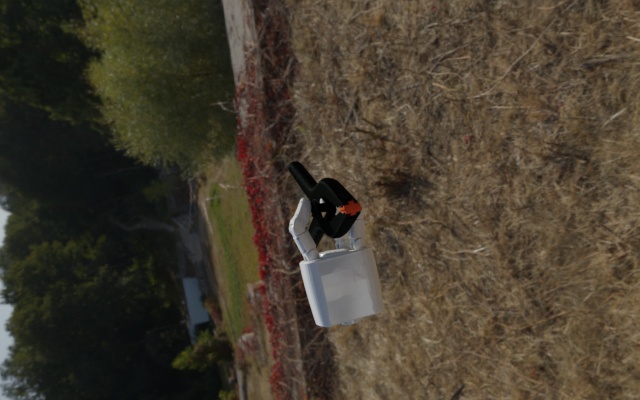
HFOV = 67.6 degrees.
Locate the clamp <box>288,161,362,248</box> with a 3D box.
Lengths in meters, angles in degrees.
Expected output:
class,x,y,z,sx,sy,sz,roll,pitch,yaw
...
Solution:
class,x,y,z,sx,sy,sz,roll,pitch,yaw
clamp,0.000,0.003,0.767,0.036,0.164,0.210,-13,-2,-24
